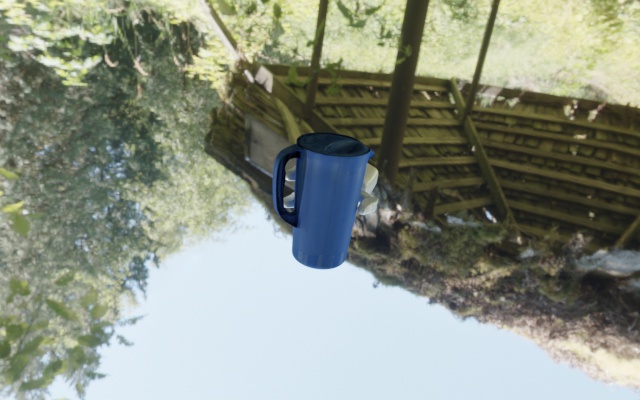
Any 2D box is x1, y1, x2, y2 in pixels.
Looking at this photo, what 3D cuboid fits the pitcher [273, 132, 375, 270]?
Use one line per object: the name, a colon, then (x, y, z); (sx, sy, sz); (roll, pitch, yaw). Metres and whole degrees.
pitcher: (0.000, 0.003, 0.887); (0.149, 0.243, 0.145); (15, 25, 17)
